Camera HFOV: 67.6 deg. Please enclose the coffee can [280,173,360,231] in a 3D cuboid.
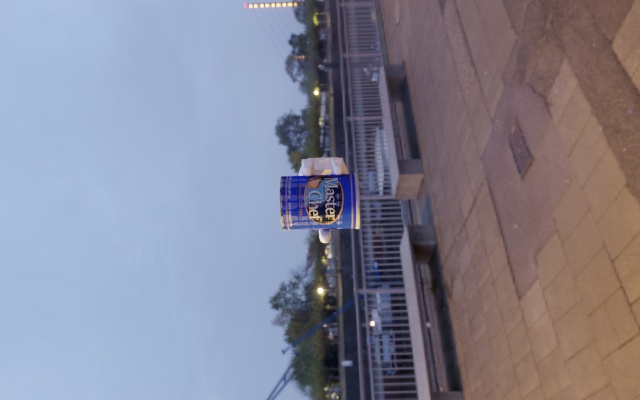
[{"bbox_3d":[0.000,0.003,0.879,0.140,0.103,0.103,-2,0,1],"label":"coffee can"}]
